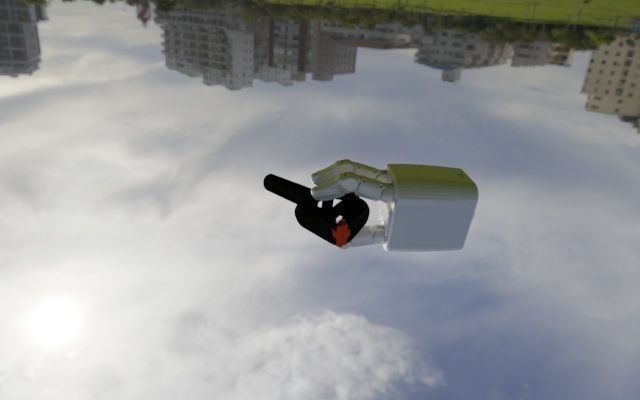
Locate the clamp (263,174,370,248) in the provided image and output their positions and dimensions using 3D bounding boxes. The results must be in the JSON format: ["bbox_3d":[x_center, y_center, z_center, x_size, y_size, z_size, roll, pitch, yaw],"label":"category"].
[{"bbox_3d":[0.000,0.003,0.634,0.164,0.036,0.210,-1,22,-1],"label":"clamp"}]
